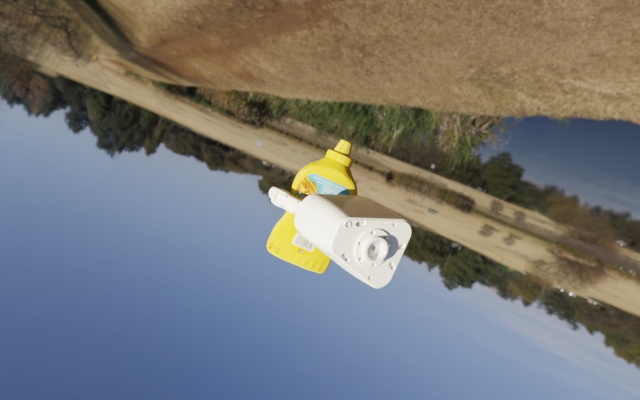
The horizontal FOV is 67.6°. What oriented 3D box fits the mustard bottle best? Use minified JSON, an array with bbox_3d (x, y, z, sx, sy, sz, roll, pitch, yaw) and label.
[{"bbox_3d":[0.000,0.002,0.698,0.096,0.191,0.058,23,4,-4],"label":"mustard bottle"}]
